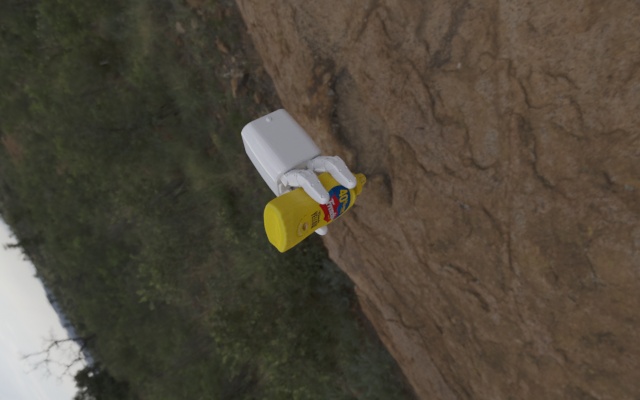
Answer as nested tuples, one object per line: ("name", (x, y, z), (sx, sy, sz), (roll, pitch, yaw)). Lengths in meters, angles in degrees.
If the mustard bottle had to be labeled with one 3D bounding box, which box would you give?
("mustard bottle", (0.000, 0.003, 0.776), (0.191, 0.096, 0.058), (-30, 52, -29))
